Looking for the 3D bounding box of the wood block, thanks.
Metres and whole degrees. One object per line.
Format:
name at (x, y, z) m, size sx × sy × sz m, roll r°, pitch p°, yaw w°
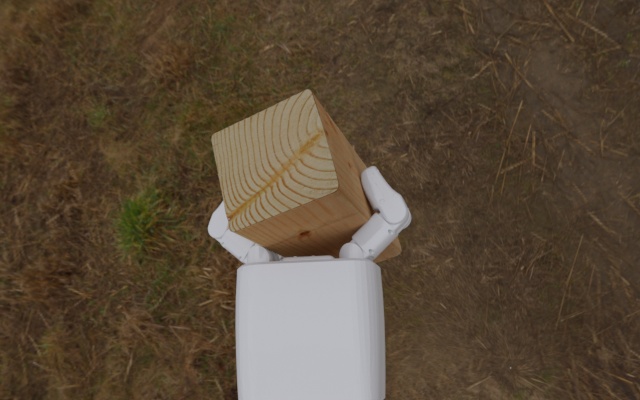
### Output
wood block at (0.000, 0.002, 0.442) m, size 0.091 × 0.090 × 0.206 m, roll -22°, pitch -25°, yaw 13°
